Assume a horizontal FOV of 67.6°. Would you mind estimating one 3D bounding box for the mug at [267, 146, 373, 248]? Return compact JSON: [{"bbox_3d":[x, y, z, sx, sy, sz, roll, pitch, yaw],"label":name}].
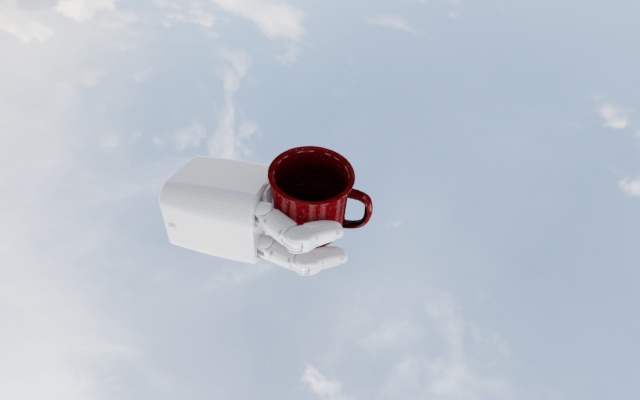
[{"bbox_3d":[0.001,0.002,0.531,0.117,0.082,0.093,12,46,7],"label":"mug"}]
